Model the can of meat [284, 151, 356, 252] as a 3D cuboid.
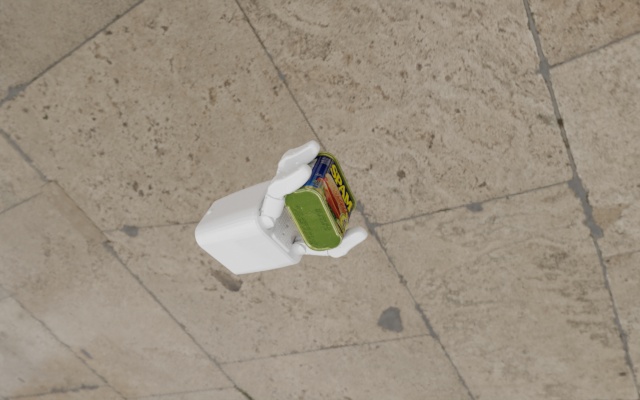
[{"bbox_3d":[0.000,0.002,0.614,0.057,0.102,0.084,-12,31,24],"label":"can of meat"}]
